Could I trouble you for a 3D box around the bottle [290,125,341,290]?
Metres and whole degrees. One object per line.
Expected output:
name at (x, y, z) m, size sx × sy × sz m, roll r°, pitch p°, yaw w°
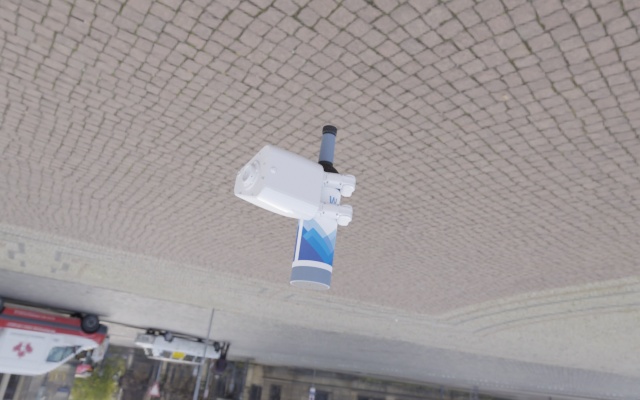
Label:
bottle at (0.000, 0.003, 0.834) m, size 0.069 × 0.295 × 0.069 m, roll 6°, pitch -21°, yaw 2°
